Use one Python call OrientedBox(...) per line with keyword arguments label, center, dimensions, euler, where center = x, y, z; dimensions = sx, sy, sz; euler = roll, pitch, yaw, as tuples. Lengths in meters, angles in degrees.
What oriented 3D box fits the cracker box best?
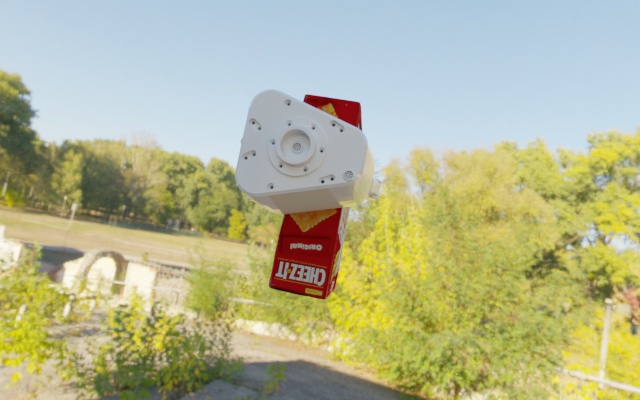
OrientedBox(label="cracker box", center=(0.000, 0.002, 0.581), dimensions=(0.072, 0.213, 0.164), euler=(11, -6, 7))
